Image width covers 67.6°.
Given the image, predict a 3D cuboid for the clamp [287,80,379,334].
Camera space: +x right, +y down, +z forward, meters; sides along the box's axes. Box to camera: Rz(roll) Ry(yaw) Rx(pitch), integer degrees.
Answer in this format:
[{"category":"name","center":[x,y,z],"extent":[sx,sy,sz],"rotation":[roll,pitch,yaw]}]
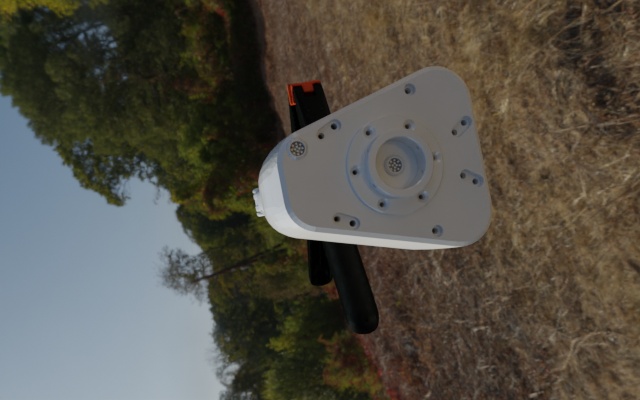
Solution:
[{"category":"clamp","center":[-0.001,0.001,0.433],"extent":[0.036,0.210,0.164],"rotation":[-11,-1,-13]}]
